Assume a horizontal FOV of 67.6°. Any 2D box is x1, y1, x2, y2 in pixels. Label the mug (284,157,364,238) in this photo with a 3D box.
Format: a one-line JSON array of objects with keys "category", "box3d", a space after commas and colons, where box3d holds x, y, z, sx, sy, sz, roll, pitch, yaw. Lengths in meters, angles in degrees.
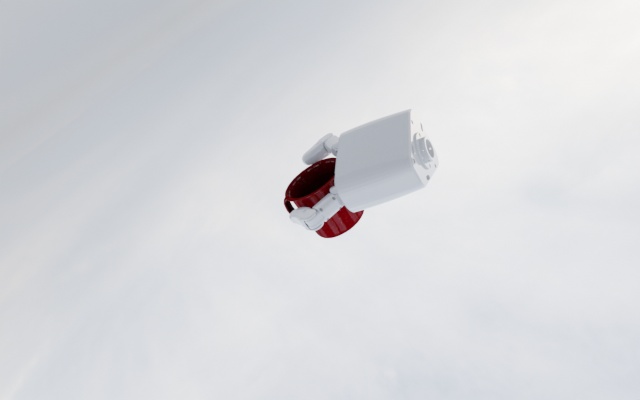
[{"category": "mug", "box3d": [-0.001, 0.003, 0.683, 0.117, 0.081, 0.093, -18, 30, 31]}]
